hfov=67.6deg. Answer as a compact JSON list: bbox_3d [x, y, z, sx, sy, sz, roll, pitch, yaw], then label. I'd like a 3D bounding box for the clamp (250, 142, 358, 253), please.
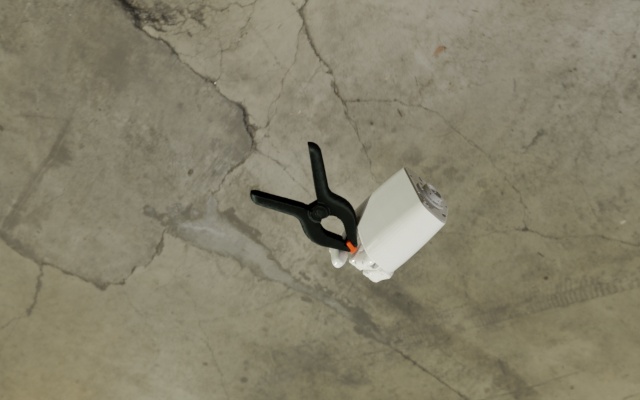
[{"bbox_3d":[0.000,0.003,0.675,0.171,0.120,0.039,38,22,-17],"label":"clamp"}]
